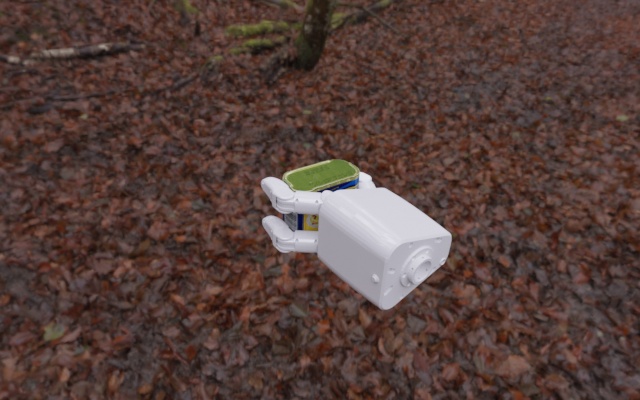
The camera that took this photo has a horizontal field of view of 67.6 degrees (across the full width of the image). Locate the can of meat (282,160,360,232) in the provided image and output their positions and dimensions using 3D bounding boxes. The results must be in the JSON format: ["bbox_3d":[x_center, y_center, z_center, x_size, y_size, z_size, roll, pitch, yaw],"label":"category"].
[{"bbox_3d":[0.000,0.002,0.602,0.102,0.084,0.057,-19,39,-29],"label":"can of meat"}]
